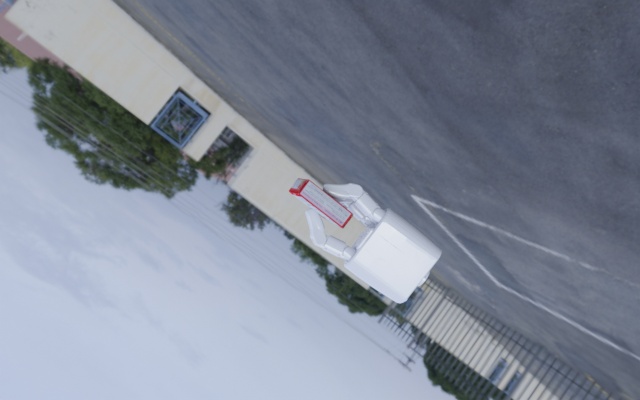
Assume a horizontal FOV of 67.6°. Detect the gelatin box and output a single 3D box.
[{"bbox_3d":[0.000,0.003,0.726,0.089,0.030,0.073,37,-5,-14],"label":"gelatin box"}]
